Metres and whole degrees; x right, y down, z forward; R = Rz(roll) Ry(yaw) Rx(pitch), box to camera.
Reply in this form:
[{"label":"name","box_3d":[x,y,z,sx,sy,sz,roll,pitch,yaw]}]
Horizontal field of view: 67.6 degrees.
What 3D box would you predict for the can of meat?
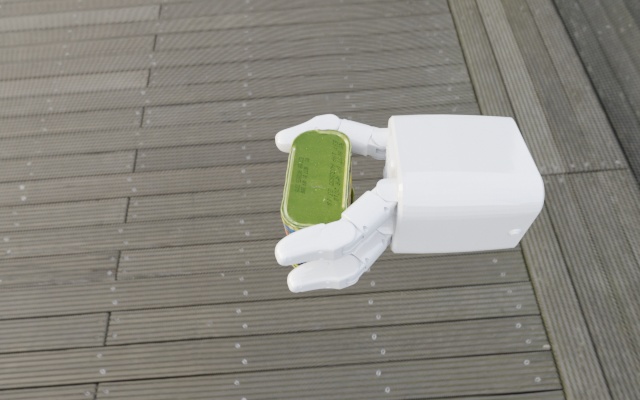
[{"label":"can of meat","box_3d":[0.000,0.001,0.413,0.057,0.102,0.084,3,-30,5]}]
